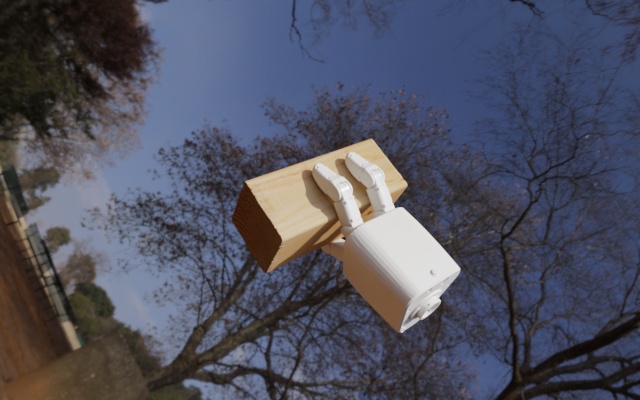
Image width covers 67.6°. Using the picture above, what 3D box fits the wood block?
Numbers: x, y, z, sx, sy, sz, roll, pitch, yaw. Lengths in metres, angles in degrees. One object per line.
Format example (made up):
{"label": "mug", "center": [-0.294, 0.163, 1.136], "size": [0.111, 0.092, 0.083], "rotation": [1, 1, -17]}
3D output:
{"label": "wood block", "center": [0.000, 0.003, 0.630], "size": [0.206, 0.090, 0.091], "rotation": [-22, -23, -34]}
